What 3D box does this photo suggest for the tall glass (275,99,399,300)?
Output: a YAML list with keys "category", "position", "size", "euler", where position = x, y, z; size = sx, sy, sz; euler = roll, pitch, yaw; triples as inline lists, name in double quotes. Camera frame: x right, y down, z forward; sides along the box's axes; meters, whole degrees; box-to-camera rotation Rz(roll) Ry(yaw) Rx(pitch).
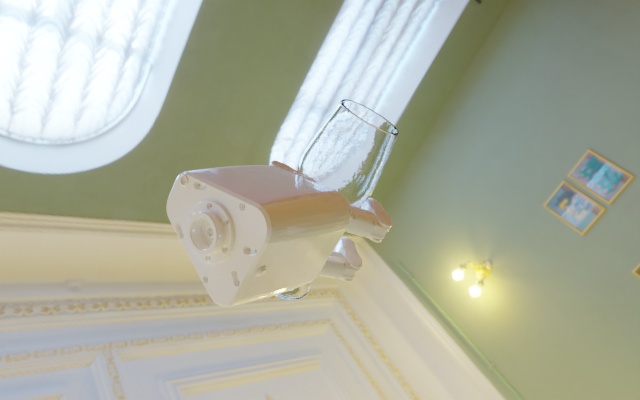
- category: "tall glass"
  position: [0.000, 0.002, 0.480]
  size: [0.079, 0.201, 0.079]
  euler: [25, 23, -12]
